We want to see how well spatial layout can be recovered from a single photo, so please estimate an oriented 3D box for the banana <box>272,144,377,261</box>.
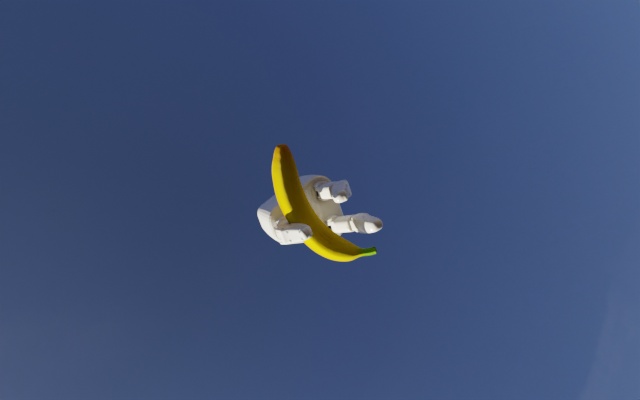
[{"bbox_3d":[-0.012,0.017,0.642,0.069,0.198,0.037,-42,13,0],"label":"banana"}]
